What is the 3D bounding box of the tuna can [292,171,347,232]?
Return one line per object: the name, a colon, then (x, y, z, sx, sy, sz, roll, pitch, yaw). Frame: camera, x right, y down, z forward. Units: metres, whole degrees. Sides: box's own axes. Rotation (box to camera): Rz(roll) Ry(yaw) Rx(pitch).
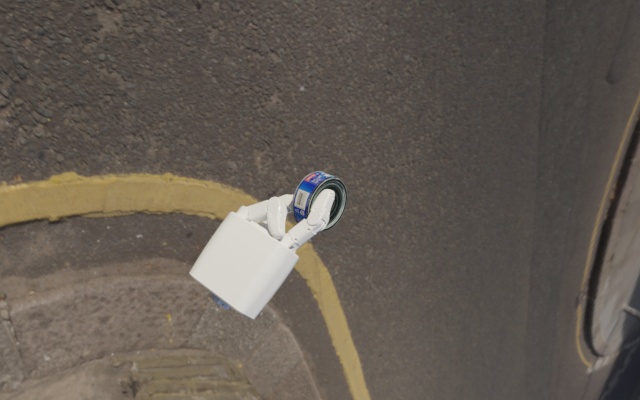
tuna can: (0.001, 0.002, 0.700, 0.033, 0.086, 0.086, 22, 14, 40)
